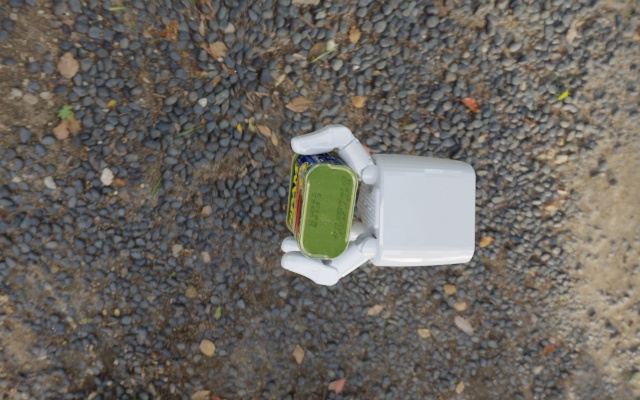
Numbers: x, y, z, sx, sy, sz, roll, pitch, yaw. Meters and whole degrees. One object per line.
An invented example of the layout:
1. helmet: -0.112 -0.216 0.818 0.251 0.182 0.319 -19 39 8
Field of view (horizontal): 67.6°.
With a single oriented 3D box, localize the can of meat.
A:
1. can of meat: 0.000 0.002 0.495 0.057 0.102 0.084 4 14 -12
